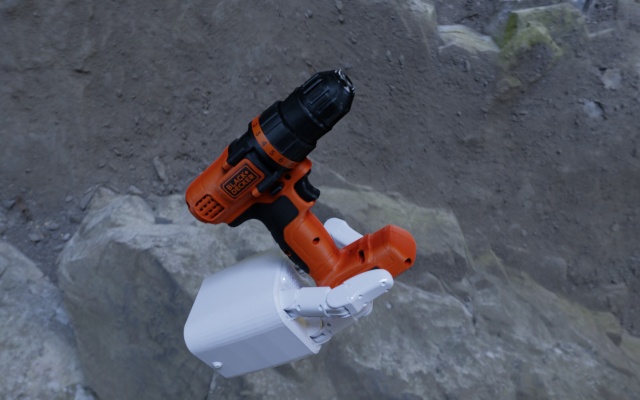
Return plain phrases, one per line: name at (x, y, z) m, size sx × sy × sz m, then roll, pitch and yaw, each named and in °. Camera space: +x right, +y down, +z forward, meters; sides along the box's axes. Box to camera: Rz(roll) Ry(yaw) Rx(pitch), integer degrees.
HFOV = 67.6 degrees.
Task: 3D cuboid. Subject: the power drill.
power drill at (0.000, 0.002, 0.427) m, size 0.184 × 0.188 × 0.057 m, roll -36°, pitch 20°, yaw 25°
